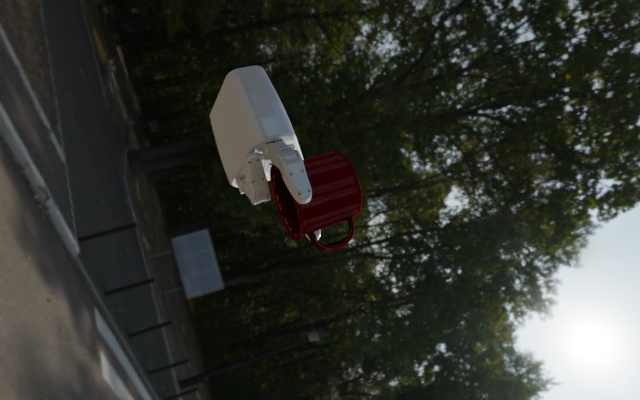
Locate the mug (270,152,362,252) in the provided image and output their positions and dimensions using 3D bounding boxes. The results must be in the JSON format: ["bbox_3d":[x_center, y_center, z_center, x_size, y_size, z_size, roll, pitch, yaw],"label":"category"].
[{"bbox_3d":[0.001,0.003,0.550,0.081,0.117,0.093,-18,-20,-18],"label":"mug"}]
